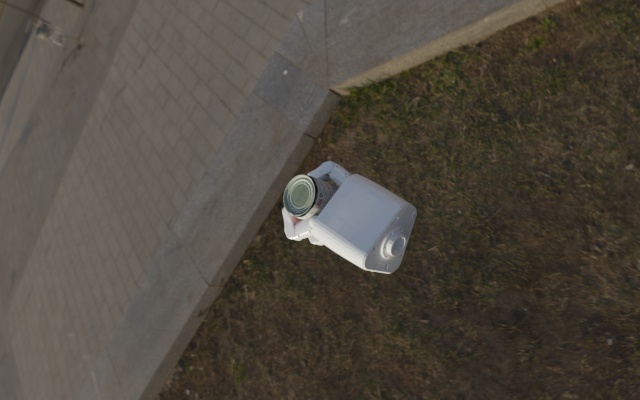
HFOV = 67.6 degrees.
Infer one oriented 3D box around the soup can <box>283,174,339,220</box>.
[{"bbox_3d":[0.000,0.002,0.748,0.068,0.068,0.102,0,-12,41],"label":"soup can"}]
